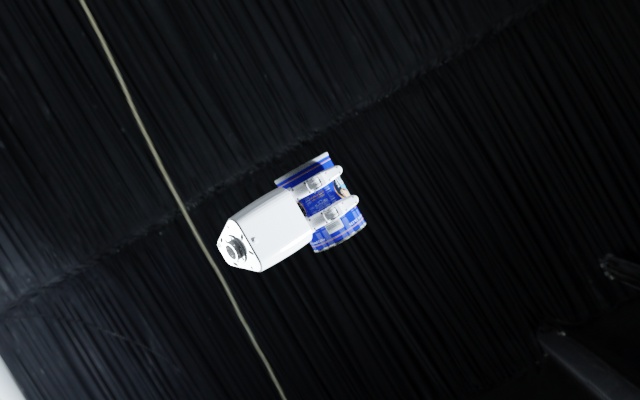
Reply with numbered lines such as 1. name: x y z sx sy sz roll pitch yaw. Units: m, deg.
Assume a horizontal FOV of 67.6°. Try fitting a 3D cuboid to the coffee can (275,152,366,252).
1. coffee can: 0.000 0.002 0.816 0.103 0.140 0.103 -29 4 2
